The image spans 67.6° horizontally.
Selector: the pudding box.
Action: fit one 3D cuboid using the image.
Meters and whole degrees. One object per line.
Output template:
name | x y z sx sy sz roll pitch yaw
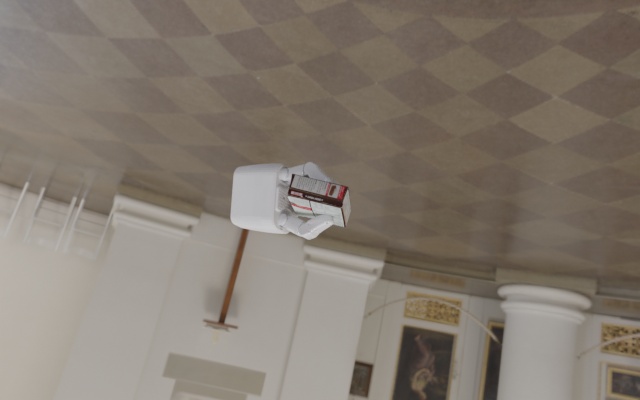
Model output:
pudding box | 0.000 0.003 0.756 0.090 0.039 0.113 13 -15 10
